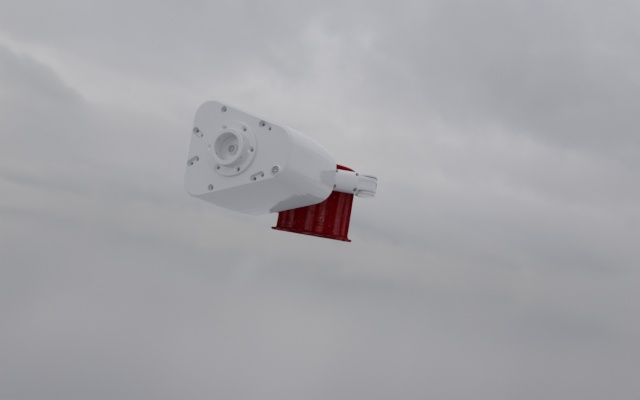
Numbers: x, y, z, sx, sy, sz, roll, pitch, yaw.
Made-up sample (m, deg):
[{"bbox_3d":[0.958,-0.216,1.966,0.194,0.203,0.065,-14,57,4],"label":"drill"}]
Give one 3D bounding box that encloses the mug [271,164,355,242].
[{"bbox_3d":[0.001,0.002,0.560,0.093,0.081,0.117,8,-5,21],"label":"mug"}]
